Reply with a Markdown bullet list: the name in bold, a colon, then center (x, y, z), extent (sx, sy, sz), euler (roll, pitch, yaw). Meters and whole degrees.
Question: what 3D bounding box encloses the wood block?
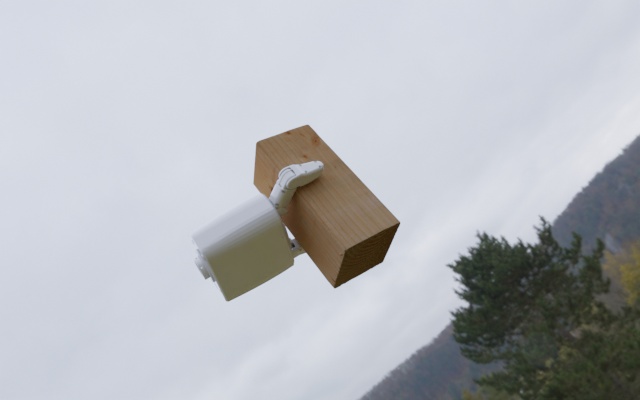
- **wood block**: center (0.000, 0.002, 0.649), extent (0.090, 0.206, 0.091), euler (-24, -33, -28)
